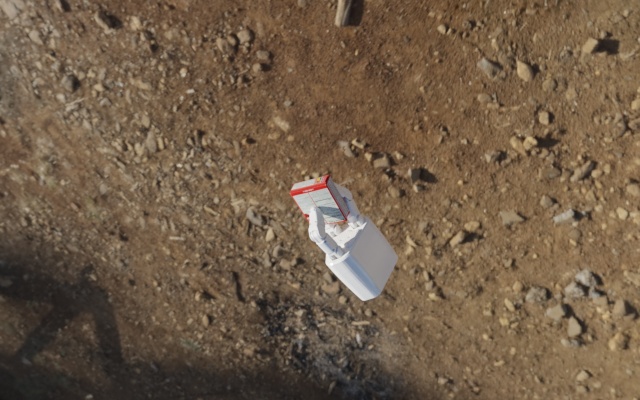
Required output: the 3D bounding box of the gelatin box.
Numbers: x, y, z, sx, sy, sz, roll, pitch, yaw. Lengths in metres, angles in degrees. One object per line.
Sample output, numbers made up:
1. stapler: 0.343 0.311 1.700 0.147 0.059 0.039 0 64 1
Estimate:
1. gelatin box: 0.000 0.003 0.837 0.073 0.089 0.030 -13 37 28
